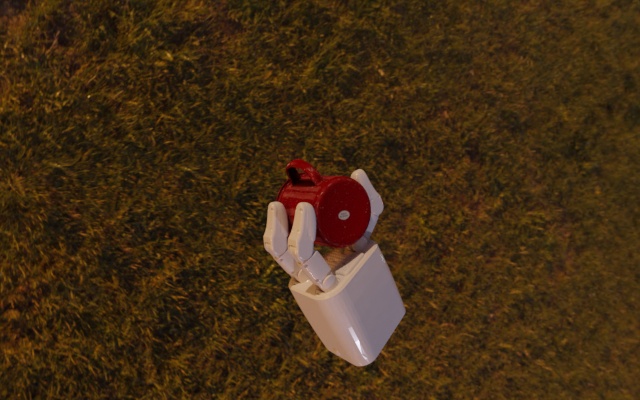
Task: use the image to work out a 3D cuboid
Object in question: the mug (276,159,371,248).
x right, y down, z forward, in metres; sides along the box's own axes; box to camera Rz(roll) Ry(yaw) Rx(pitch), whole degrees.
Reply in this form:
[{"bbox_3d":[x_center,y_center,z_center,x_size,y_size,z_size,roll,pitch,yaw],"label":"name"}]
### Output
[{"bbox_3d":[0.000,0.001,0.560,0.093,0.117,0.081,-38,22,-26],"label":"mug"}]
